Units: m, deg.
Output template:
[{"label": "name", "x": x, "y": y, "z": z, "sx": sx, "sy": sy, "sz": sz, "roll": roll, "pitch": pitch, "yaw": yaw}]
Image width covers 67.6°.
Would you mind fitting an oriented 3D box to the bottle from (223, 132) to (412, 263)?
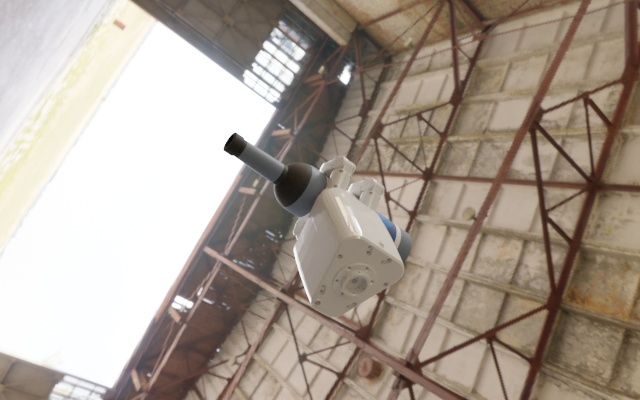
[{"label": "bottle", "x": 0.000, "y": 0.002, "z": 0.637, "sx": 0.296, "sy": 0.069, "sz": 0.069, "roll": 34, "pitch": -17, "yaw": -27}]
